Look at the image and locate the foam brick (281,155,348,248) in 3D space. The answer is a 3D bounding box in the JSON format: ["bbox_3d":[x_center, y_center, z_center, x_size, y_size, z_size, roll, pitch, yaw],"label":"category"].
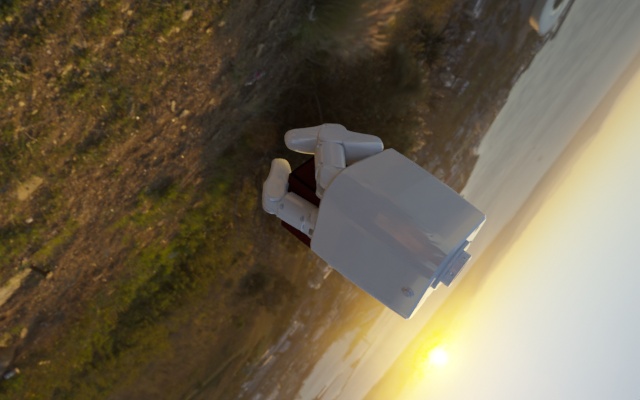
[{"bbox_3d":[0.000,0.002,0.466,0.051,0.078,0.053,36,52,19],"label":"foam brick"}]
